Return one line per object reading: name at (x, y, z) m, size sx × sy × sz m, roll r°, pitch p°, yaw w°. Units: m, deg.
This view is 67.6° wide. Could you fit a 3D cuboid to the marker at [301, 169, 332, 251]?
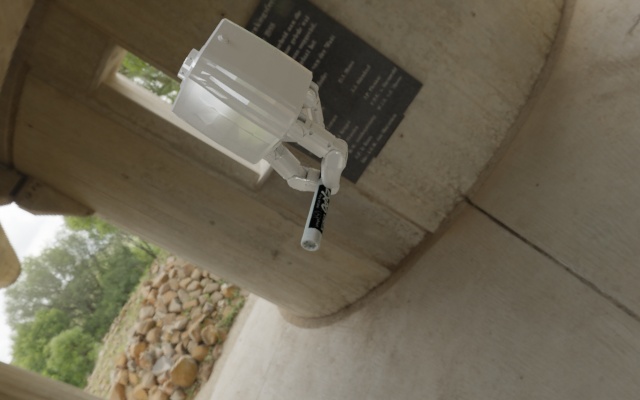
marker at (0.000, 0.002, 0.511) m, size 0.020 × 0.121 × 0.020 m, roll 7°, pitch -43°, yaw 7°
